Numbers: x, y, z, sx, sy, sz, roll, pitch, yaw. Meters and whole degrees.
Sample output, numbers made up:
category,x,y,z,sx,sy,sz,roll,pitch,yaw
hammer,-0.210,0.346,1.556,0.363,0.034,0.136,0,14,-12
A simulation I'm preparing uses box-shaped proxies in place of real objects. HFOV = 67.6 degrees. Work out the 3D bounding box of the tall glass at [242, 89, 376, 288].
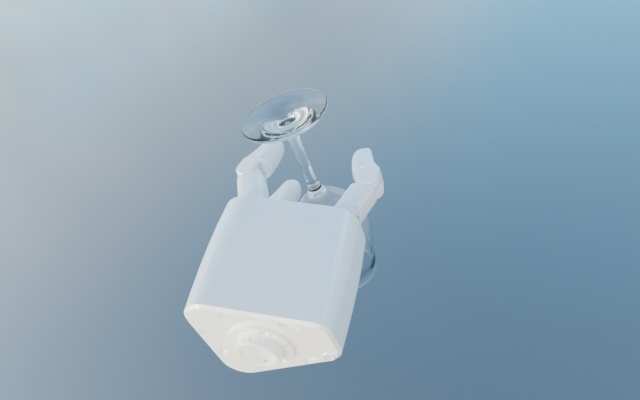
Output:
category,x,y,z,sx,sy,sz,roll,pitch,yaw
tall glass,0.000,0.001,0.449,0.079,0.201,0.079,-13,40,12
